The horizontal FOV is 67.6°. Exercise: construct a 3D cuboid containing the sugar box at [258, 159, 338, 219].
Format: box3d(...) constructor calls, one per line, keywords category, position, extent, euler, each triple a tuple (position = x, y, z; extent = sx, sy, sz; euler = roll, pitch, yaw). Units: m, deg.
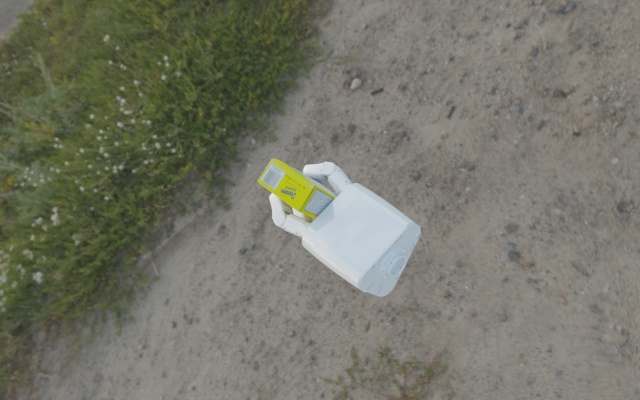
box3d(category="sugar box", position=(0.000, 0.003, 0.690), extent=(0.093, 0.048, 0.176), euler=(35, 2, 38))
